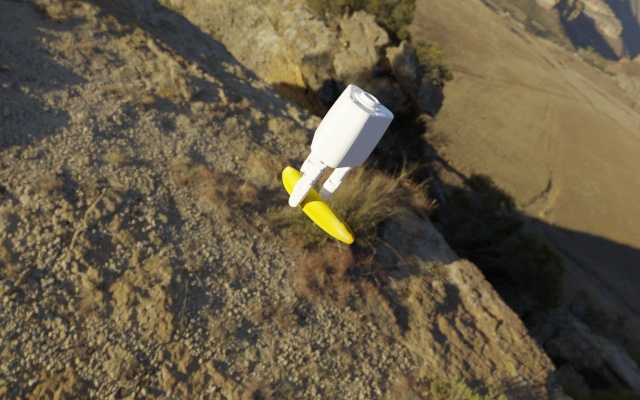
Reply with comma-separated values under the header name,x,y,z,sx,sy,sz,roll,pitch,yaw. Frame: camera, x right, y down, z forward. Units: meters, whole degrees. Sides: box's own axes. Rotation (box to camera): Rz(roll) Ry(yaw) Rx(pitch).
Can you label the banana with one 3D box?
name,x,y,z,sx,sy,sz,roll,pitch,yaw
banana,-0.013,-0.001,0.837,0.069,0.037,0.197,6,38,-54
